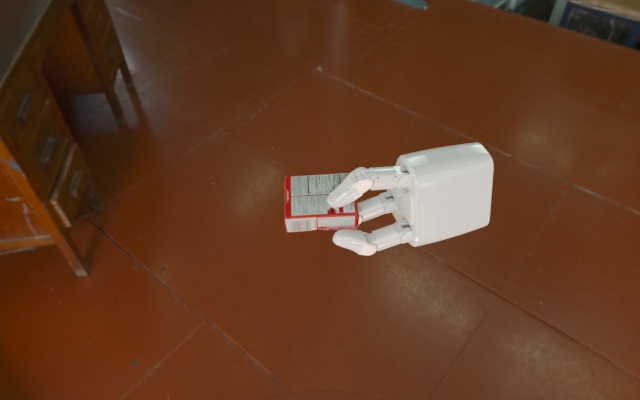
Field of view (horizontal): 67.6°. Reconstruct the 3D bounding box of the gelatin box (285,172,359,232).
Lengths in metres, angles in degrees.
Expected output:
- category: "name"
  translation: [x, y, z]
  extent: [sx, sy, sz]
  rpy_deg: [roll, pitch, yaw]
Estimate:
- category: "gelatin box"
  translation: [0.000, 0.002, 0.594]
  extent: [0.089, 0.073, 0.030]
  rpy_deg: [-3, -43, -1]
